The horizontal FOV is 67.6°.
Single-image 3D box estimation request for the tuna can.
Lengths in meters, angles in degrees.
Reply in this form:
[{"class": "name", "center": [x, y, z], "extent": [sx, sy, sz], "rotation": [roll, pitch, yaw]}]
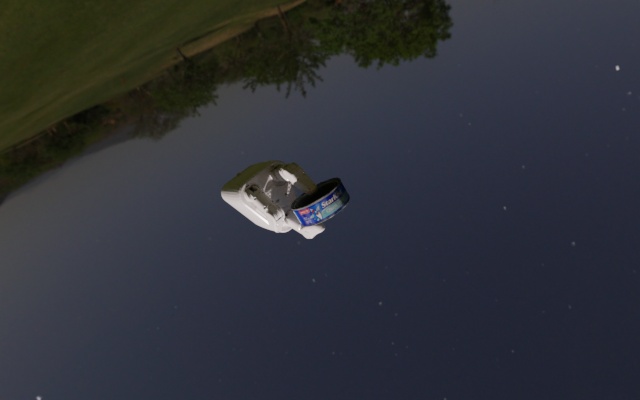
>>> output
[{"class": "tuna can", "center": [0.000, 0.003, 0.713], "extent": [0.086, 0.034, 0.086], "rotation": [-28, 15, 8]}]
